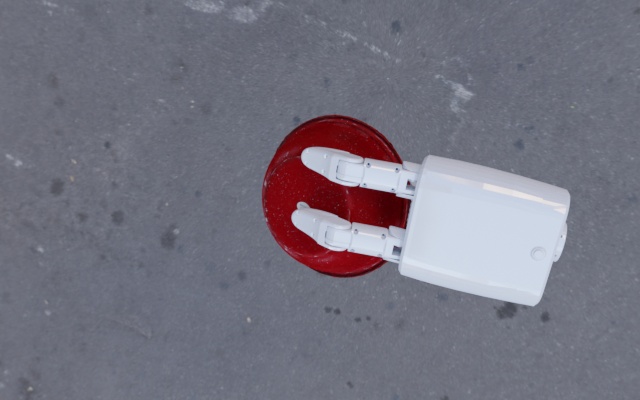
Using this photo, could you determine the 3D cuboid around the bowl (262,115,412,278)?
[{"bbox_3d":[-0.001,0.002,0.448,0.162,0.162,0.055,0,9,31],"label":"bowl"}]
